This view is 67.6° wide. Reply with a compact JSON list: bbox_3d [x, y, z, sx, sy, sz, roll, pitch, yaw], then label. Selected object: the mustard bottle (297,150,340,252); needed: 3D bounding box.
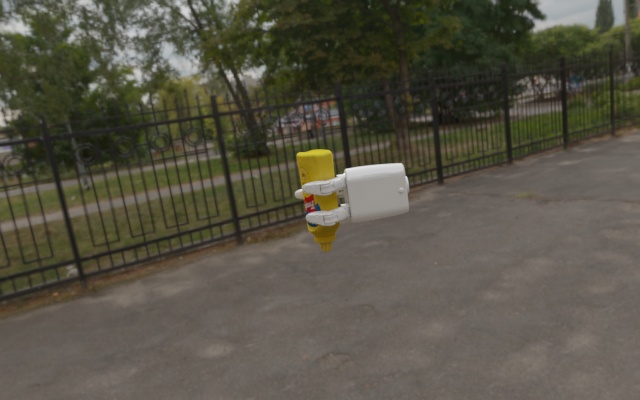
[{"bbox_3d":[0.000,0.003,0.898,0.058,0.192,0.096,-13,12,-23],"label":"mustard bottle"}]
